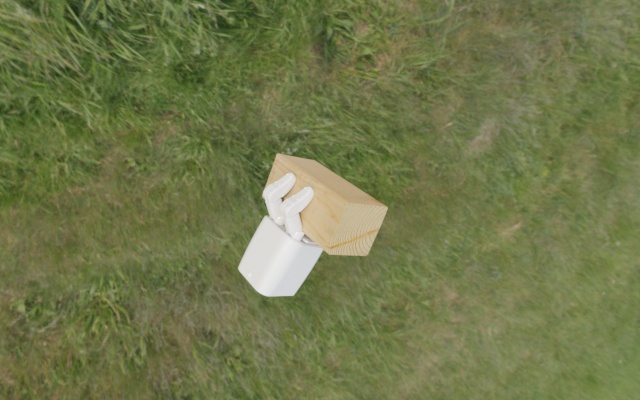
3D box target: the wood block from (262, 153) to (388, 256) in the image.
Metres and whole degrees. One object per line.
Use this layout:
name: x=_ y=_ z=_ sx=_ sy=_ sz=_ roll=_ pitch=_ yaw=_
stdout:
wood block: x=0.000 y=0.003 z=0.802 sx=0.091 sy=0.090 sz=0.206 roll=8 pitch=20 yaw=-41
